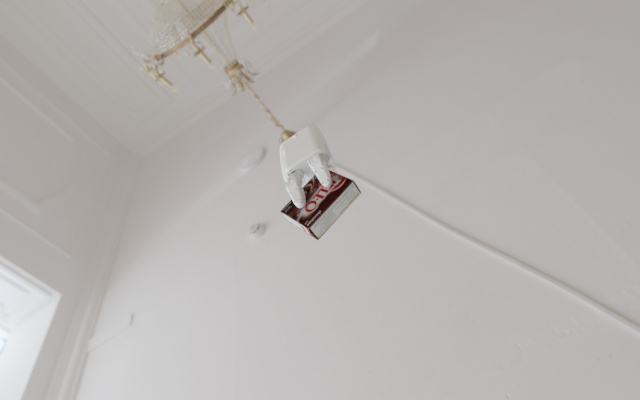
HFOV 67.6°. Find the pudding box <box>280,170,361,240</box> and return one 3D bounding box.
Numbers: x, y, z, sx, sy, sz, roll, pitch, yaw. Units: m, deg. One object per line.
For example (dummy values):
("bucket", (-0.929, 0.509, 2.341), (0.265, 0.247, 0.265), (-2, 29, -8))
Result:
("pudding box", (0.000, 0.003, 0.807), (0.090, 0.113, 0.039), (27, -18, 52))
